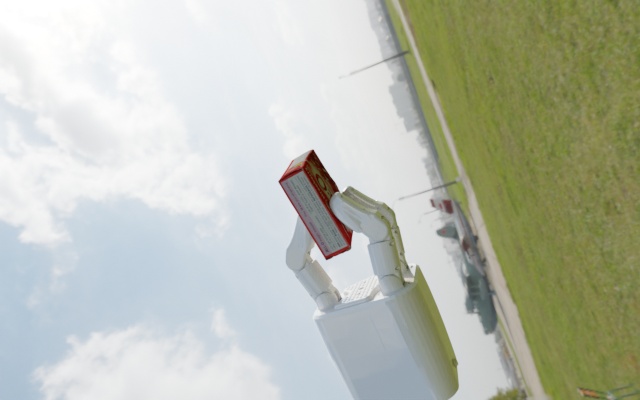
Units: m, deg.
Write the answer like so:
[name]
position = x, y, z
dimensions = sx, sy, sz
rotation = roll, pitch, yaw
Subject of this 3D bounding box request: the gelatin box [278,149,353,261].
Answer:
[gelatin box]
position = -0.001, 0.001, 0.455
dimensions = 0.030, 0.089, 0.073
rotation = -28, 13, 15
